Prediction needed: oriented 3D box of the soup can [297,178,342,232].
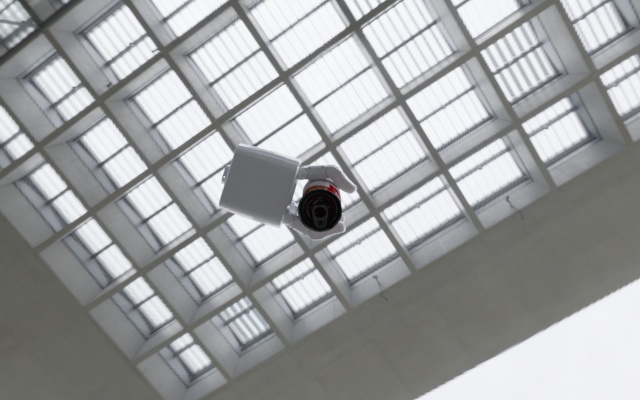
[{"bbox_3d":[0.001,0.002,0.765,0.068,0.068,0.102,0,15,1],"label":"soup can"}]
